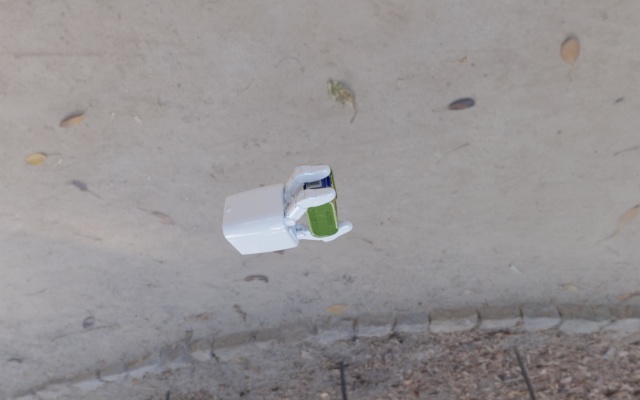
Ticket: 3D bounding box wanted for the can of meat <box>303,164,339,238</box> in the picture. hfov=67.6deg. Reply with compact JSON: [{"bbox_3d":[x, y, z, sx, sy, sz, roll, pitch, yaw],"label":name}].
[{"bbox_3d":[0.000,0.003,0.830,0.057,0.083,0.102,-8,-44,4],"label":"can of meat"}]
